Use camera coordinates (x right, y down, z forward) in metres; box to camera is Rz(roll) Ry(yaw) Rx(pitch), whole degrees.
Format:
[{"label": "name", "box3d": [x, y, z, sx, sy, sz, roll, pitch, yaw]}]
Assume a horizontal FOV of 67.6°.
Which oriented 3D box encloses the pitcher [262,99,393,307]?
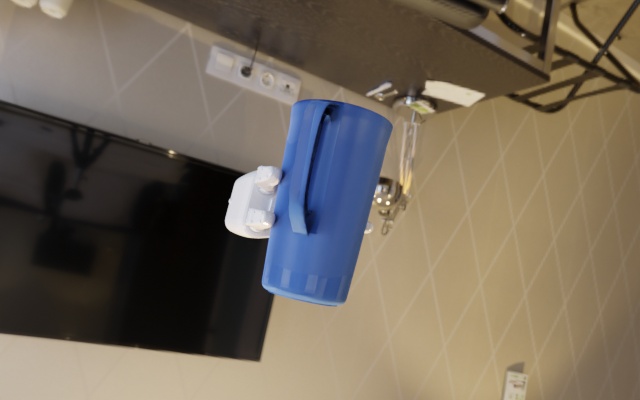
[{"label": "pitcher", "box3d": [0.000, 0.002, 0.597, 0.149, 0.243, 0.145, 16, -8, -28]}]
